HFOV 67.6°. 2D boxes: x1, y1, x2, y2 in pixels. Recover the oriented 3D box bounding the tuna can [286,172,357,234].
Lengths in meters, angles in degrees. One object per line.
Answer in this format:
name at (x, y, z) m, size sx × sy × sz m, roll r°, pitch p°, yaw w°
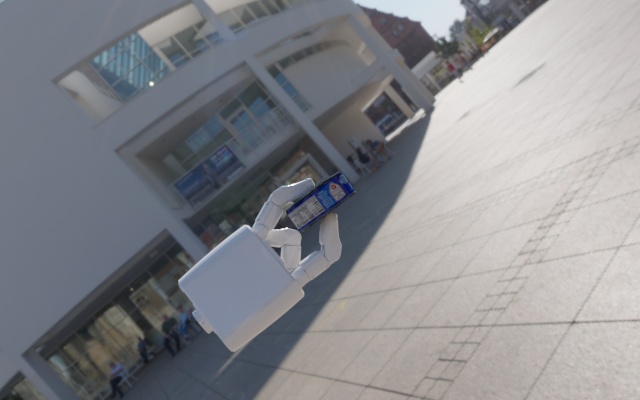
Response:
tuna can at (0.000, 0.001, 0.585) m, size 0.086 × 0.034 × 0.086 m, roll -36°, pitch -1°, yaw 0°
